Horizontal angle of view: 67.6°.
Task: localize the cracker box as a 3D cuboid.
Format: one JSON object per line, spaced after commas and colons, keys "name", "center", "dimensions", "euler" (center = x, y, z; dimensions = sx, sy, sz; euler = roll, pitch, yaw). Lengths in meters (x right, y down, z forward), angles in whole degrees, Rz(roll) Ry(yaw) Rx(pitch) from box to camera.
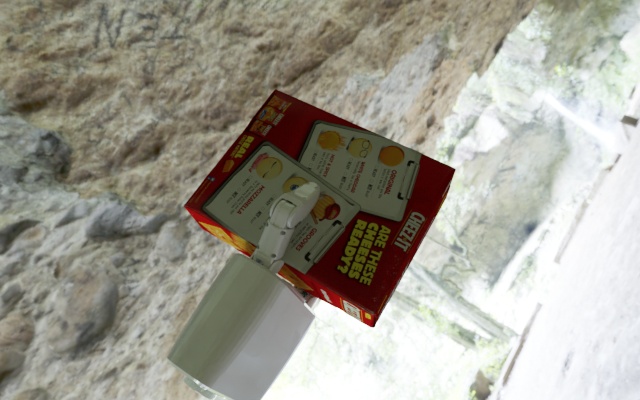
{"name": "cracker box", "center": [0.000, 0.001, 0.485], "dimensions": [0.213, 0.164, 0.072], "euler": [27, -20, 18]}
